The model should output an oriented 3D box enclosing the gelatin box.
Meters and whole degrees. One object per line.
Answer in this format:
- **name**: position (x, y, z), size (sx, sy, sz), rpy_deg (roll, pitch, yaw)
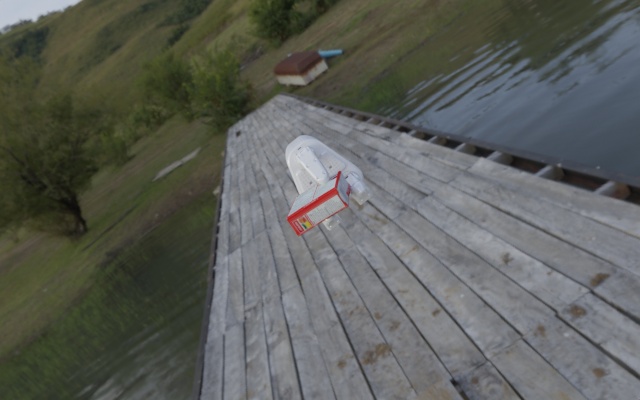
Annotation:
- **gelatin box**: position (0.000, 0.002, 0.601), size (0.073, 0.030, 0.089), rpy_deg (-31, 12, 14)
